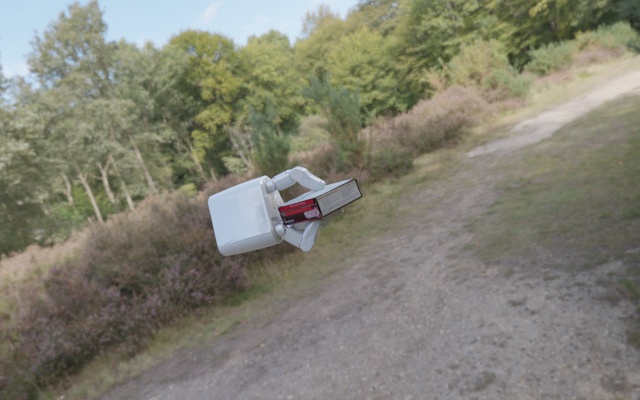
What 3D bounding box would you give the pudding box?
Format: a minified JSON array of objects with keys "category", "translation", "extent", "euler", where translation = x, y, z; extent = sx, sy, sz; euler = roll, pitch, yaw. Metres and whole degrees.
[{"category":"pudding box","translation":[0.000,0.002,0.782],"extent":[0.090,0.039,0.113],"euler":[-13,11,43]}]
